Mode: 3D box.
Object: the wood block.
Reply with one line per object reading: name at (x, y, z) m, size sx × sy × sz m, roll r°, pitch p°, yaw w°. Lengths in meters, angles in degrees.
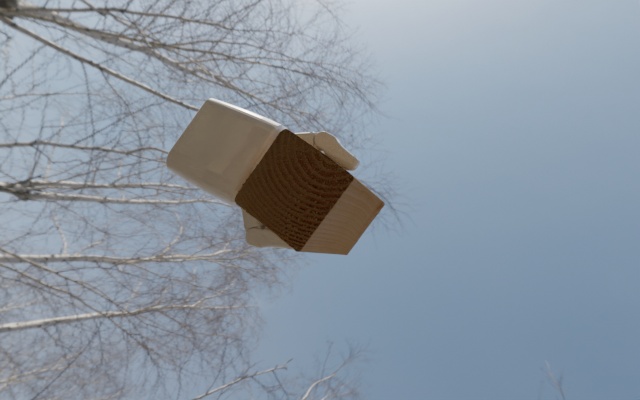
wood block at (0.000, 0.001, 0.551) m, size 0.090 × 0.091 × 0.206 m, roll 37°, pitch 4°, yaw 17°
